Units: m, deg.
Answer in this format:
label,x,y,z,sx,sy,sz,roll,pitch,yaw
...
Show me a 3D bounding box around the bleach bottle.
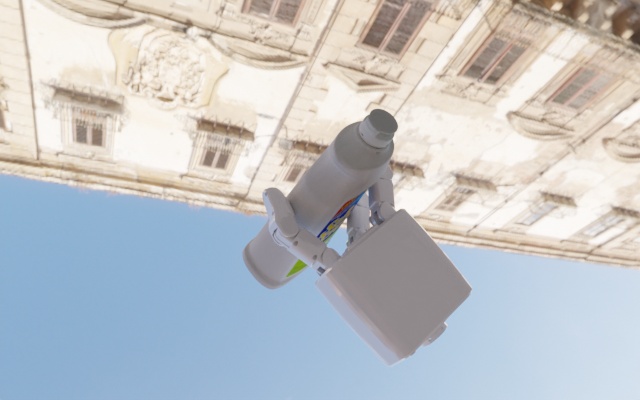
label,x,y,z,sx,sy,sz,roll,pitch,yaw
bleach bottle,0.000,0.002,0.496,0.102,0.068,0.251,-32,-14,-38
